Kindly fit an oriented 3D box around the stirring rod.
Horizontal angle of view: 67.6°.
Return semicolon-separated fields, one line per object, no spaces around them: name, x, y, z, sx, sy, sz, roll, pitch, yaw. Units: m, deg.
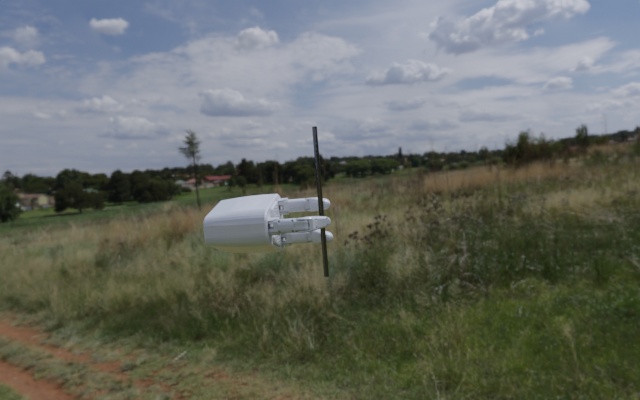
stirring rod;0.000;0.003;0.764;0.011;0.239;0.011;-5;2;0
